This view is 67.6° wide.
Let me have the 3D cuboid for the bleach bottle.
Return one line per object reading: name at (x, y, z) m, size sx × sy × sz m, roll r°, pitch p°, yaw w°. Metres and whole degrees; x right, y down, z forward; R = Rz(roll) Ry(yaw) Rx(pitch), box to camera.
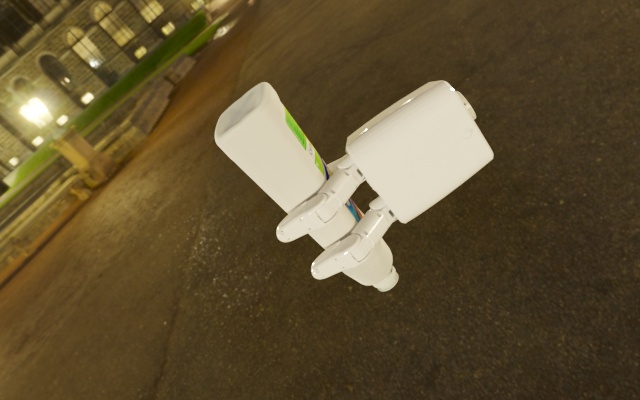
bleach bottle at (0.000, 0.002, 0.493) m, size 0.068 × 0.251 × 0.102 m, roll -36°, pitch 25°, yaw 10°
